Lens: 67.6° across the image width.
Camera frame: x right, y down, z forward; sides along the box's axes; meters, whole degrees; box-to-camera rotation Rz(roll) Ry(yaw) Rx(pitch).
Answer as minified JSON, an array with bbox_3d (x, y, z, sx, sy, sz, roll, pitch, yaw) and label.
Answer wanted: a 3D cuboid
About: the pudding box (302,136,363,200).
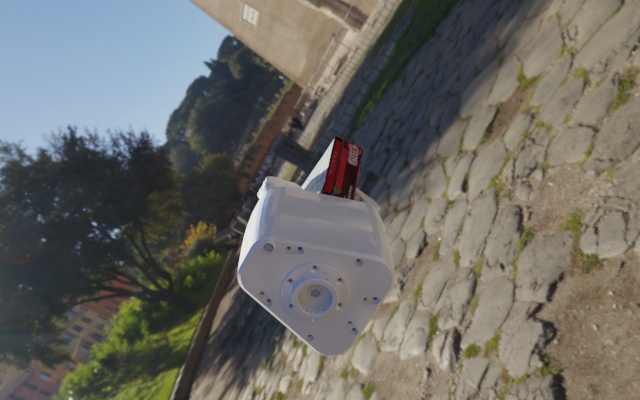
[{"bbox_3d":[0.000,0.002,0.503,0.039,0.090,0.113,27,-45,-12],"label":"pudding box"}]
